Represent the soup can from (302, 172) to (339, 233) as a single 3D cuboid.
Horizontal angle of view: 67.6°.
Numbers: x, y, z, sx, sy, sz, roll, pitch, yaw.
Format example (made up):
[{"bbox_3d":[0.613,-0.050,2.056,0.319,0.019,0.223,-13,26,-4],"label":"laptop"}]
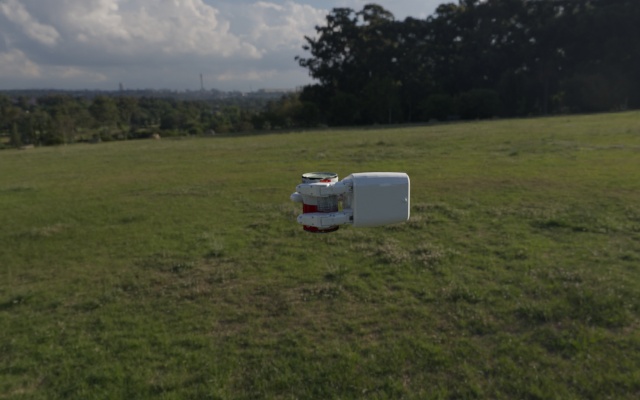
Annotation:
[{"bbox_3d":[0.000,0.003,0.881,0.068,0.102,0.068,-1,12,0],"label":"soup can"}]
